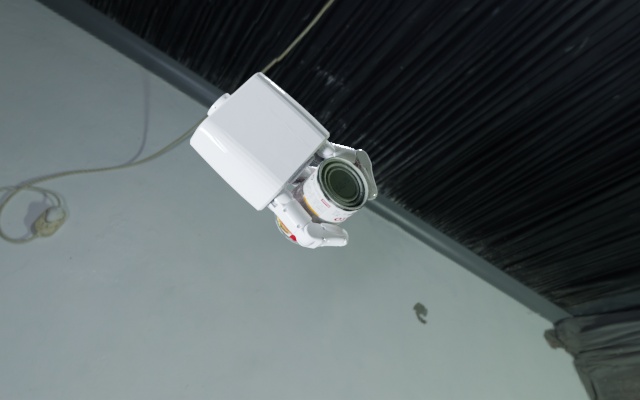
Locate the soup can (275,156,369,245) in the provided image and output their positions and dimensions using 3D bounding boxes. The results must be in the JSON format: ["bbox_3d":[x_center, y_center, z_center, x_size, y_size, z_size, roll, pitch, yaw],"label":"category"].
[{"bbox_3d":[0.001,0.002,0.552,0.068,0.068,0.102,0,-25,-35],"label":"soup can"}]
